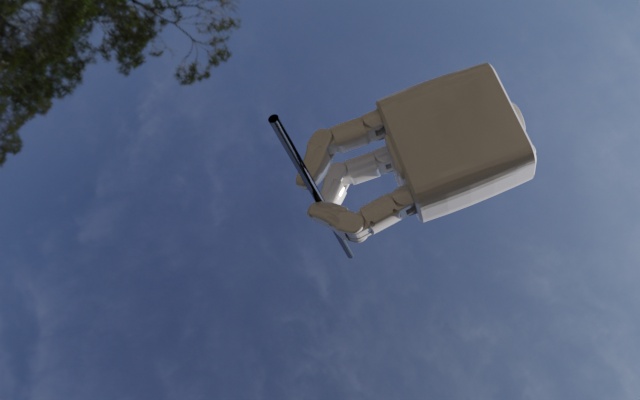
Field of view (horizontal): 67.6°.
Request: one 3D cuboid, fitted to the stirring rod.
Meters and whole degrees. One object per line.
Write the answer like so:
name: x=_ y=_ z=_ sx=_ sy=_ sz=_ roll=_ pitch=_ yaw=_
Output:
stirring rod: x=0.000 y=0.001 z=0.443 sx=0.011 sy=0.011 sz=0.240 roll=0 pitch=-30 yaw=19
